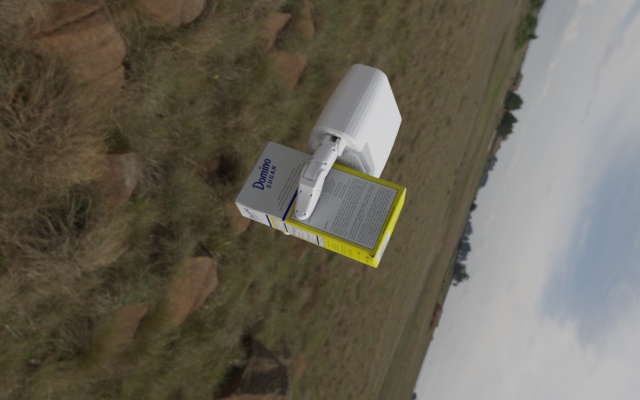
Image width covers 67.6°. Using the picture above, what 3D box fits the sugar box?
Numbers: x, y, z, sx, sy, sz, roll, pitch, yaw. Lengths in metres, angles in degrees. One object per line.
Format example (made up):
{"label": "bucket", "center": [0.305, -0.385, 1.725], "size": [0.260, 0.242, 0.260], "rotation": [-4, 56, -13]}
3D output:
{"label": "sugar box", "center": [0.000, 0.002, 0.559], "size": [0.176, 0.093, 0.048], "rotation": [20, -23, 17]}
